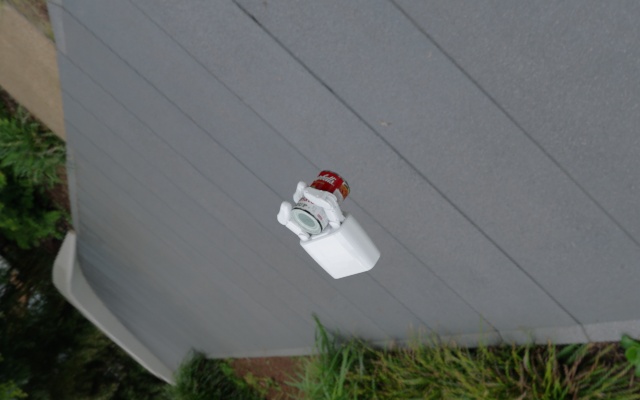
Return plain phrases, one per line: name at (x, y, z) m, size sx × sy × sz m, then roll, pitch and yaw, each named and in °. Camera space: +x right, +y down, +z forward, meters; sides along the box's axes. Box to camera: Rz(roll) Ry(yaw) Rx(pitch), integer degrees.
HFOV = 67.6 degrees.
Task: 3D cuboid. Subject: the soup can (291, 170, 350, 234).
soup can at (0.000, 0.003, 0.873) m, size 0.068 × 0.102 × 0.069 m, roll 27°, pitch -30°, yaw 17°
